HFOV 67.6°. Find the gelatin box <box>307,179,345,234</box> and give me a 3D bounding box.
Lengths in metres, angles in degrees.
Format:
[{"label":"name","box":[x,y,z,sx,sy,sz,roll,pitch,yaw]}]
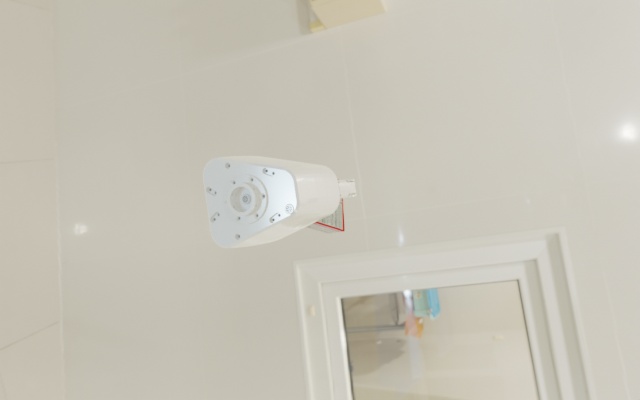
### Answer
[{"label":"gelatin box","box":[0.001,0.002,0.633,0.030,0.073,0.089,-10,-14,26]}]
